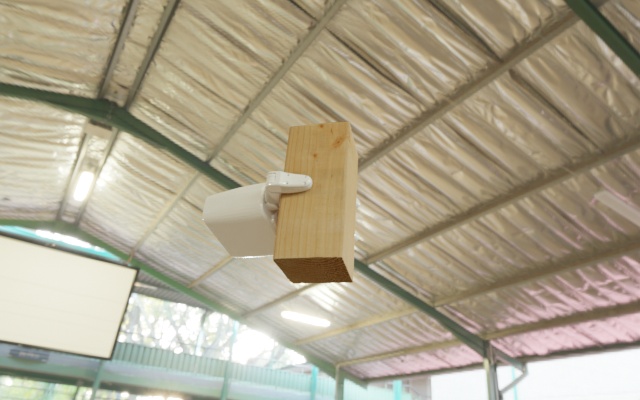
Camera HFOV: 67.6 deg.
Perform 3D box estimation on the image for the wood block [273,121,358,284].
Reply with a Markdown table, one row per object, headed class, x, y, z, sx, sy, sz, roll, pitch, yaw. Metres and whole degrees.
| class | x | y | z | sx | sy | sz | roll | pitch | yaw |
| --- | --- | --- | --- | --- | --- | --- | --- | --- | --- |
| wood block | 0.000 | 0.002 | 0.663 | 0.090 | 0.206 | 0.091 | -3 | -30 | 13 |
